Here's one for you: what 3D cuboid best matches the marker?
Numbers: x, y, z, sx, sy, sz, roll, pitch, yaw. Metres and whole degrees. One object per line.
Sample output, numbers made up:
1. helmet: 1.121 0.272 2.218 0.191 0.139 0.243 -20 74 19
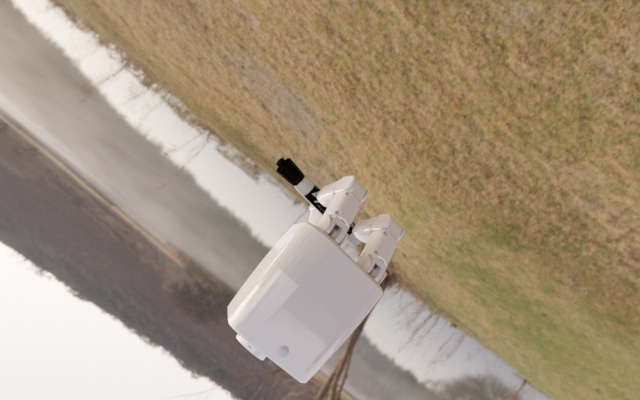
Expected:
1. marker: 0.000 0.002 0.482 0.121 0.020 0.020 45 -20 -21
